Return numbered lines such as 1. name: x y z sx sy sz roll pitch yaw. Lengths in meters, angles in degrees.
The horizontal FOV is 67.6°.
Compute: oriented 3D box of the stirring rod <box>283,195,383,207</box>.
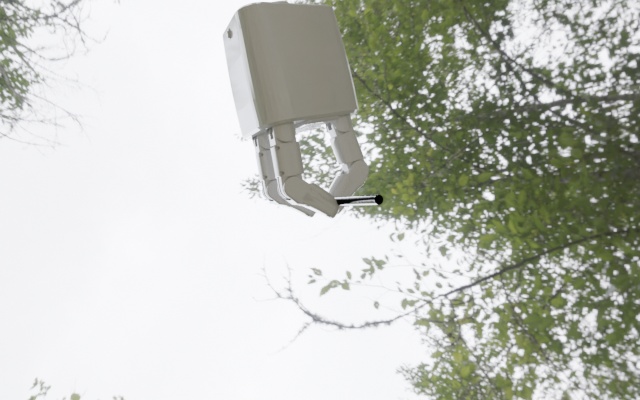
1. stirring rod: 0.000 0.001 0.483 0.011 0.011 0.239 0 -1 -22
